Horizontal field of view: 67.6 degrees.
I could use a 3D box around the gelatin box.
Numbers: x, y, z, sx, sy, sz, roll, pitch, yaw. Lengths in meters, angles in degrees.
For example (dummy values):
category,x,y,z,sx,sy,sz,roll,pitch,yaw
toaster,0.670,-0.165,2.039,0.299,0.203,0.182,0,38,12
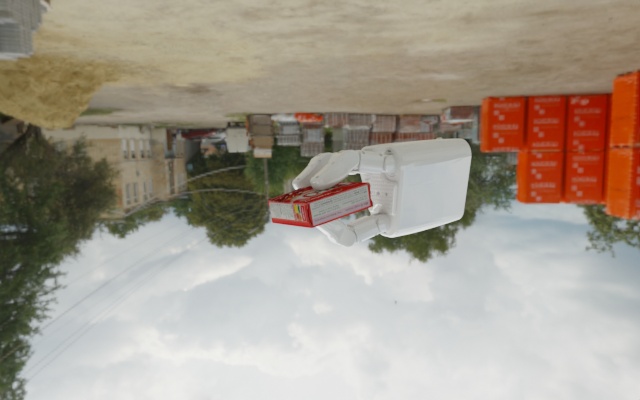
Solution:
category,x,y,z,sx,sy,sz,roll,pitch,yaw
gelatin box,0.000,0.002,0.516,0.089,0.030,0.073,-19,14,-36
